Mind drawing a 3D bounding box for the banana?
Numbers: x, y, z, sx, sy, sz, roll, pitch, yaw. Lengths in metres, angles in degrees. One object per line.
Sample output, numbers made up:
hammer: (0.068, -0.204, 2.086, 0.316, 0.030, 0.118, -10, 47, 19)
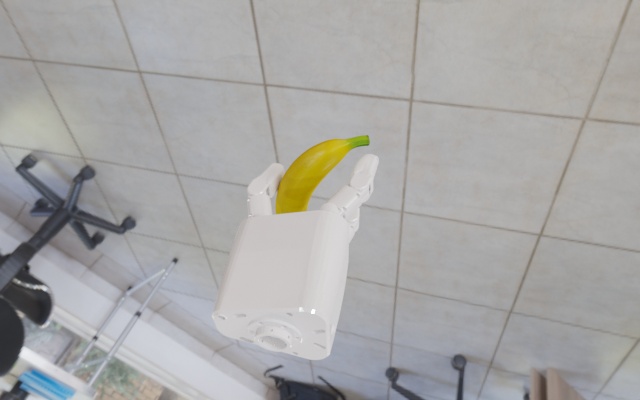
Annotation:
banana: (-0.016, -0.005, 0.542, 0.069, 0.037, 0.198, 16, -42, -16)
